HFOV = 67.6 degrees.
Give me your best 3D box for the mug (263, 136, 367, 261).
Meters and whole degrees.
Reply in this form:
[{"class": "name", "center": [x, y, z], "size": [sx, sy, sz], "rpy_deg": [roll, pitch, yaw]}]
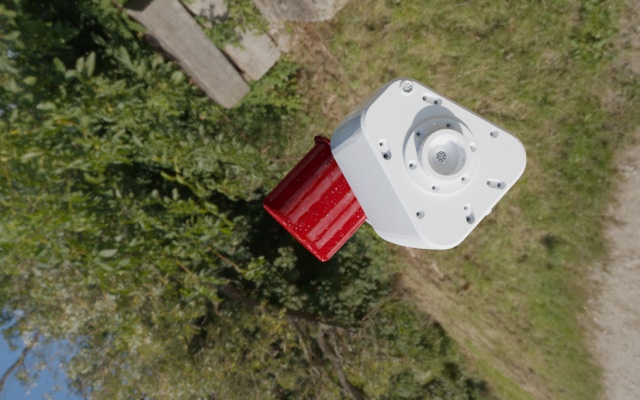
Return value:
[{"class": "mug", "center": [0.000, 0.002, 0.456], "size": [0.093, 0.081, 0.117], "rpy_deg": [44, -6, -4]}]
